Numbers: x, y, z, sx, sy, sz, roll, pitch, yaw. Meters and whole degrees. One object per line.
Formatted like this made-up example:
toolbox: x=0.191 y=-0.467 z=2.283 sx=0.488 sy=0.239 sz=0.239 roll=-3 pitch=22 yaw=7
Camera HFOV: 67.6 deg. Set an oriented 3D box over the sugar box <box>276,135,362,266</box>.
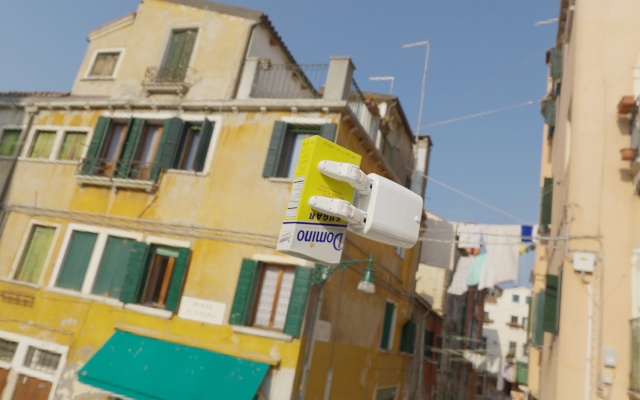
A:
sugar box: x=0.001 y=0.002 z=0.713 sx=0.093 sy=0.176 sz=0.048 roll=20 pitch=-18 yaw=-32
